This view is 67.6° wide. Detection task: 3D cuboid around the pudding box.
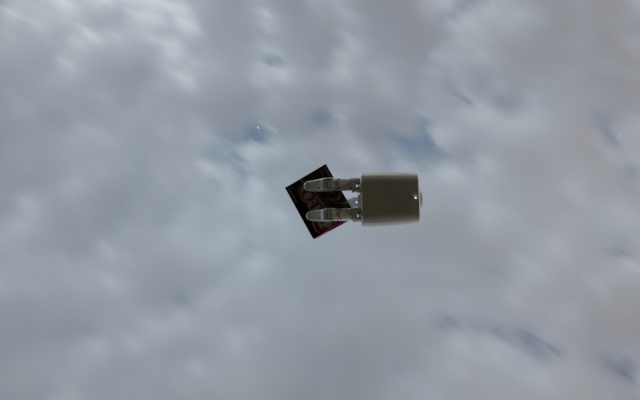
[{"bbox_3d":[0.000,0.003,0.894,0.090,0.113,0.039,-30,-8,3],"label":"pudding box"}]
